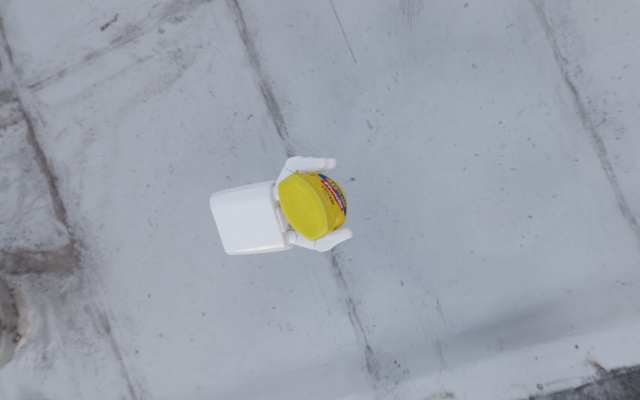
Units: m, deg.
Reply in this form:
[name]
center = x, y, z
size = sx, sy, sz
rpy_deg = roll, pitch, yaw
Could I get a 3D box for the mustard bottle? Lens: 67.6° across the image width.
[mustard bottle]
center = 0.000, 0.002, 0.736
size = 0.058, 0.096, 0.191
rpy_deg = -34, -5, 15
